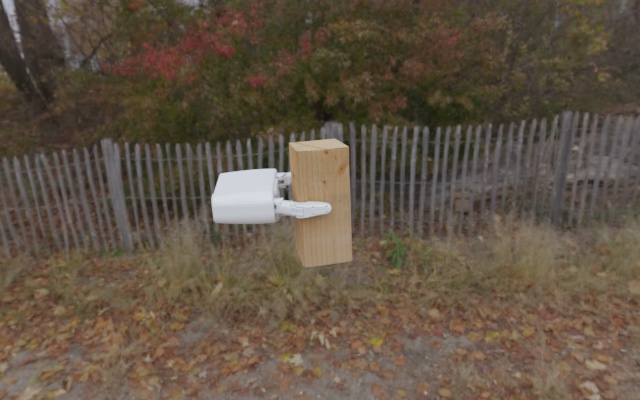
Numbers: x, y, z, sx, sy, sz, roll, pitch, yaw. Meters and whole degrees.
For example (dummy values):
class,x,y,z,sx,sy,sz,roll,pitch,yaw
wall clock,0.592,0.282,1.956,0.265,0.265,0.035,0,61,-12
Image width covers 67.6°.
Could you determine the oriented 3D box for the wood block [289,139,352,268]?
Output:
class,x,y,z,sx,sy,sz,roll,pitch,yaw
wood block,0.000,0.003,0.848,0.090,0.206,0.090,-6,17,-11
